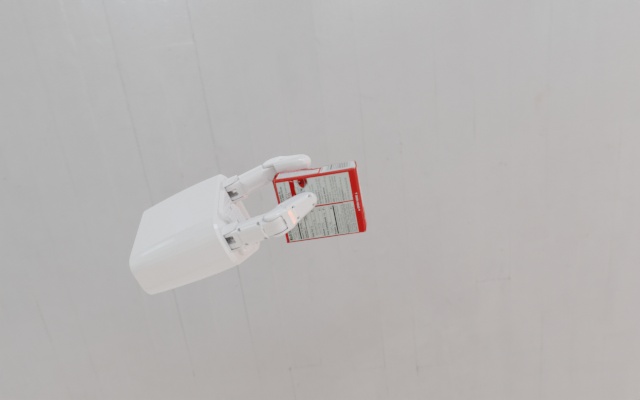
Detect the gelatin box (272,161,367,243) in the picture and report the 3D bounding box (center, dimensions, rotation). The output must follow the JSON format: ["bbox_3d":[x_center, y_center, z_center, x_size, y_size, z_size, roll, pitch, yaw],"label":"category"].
[{"bbox_3d":[0.000,0.002,0.507,0.089,0.073,0.030,-9,21,9],"label":"gelatin box"}]
